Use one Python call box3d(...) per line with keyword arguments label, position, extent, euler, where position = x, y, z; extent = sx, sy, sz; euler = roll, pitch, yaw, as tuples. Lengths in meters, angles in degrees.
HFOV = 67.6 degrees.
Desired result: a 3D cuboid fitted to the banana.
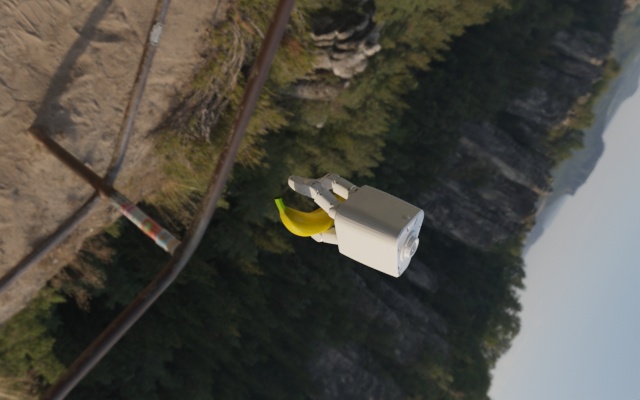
box3d(label="banana", position=(-0.004, 0.021, 0.788), extent=(0.037, 0.069, 0.198), euler=(13, 11, 33))
